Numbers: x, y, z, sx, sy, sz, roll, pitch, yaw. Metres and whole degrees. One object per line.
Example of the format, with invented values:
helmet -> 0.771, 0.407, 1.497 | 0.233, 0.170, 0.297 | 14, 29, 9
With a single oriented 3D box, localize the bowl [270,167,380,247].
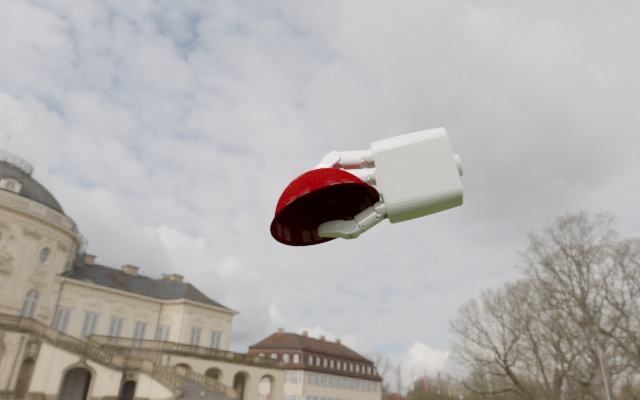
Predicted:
bowl -> -0.001, 0.002, 0.679 | 0.162, 0.055, 0.162 | -16, -30, -9
